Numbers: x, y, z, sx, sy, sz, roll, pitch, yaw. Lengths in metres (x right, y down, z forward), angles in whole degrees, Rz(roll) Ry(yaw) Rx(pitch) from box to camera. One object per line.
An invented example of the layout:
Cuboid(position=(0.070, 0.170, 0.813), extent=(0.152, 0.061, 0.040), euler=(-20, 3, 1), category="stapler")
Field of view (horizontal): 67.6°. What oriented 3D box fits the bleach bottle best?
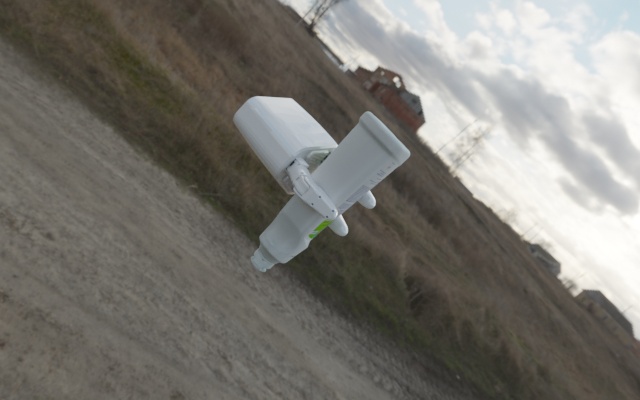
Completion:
Cuboid(position=(0.000, 0.002, 0.617), extent=(0.251, 0.068, 0.102), euler=(-44, -16, 13), category="bleach bottle")
